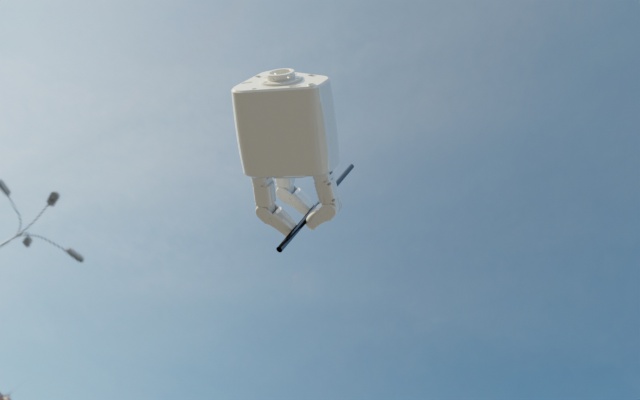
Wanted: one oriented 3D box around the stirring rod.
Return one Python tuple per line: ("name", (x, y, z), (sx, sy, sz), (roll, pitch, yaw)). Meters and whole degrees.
("stirring rod", (0.000, 0.002, 0.661), (0.011, 0.011, 0.239), (0, 28, 28))
